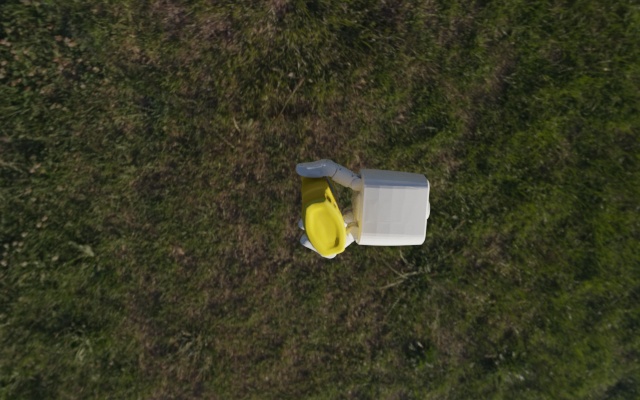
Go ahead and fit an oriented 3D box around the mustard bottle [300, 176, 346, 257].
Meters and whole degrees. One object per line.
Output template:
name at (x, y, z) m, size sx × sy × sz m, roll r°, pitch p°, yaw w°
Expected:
mustard bottle at (0.000, 0.003, 0.761) m, size 0.058 × 0.096 × 0.191 m, roll -20°, pitch 24°, yaw 5°
